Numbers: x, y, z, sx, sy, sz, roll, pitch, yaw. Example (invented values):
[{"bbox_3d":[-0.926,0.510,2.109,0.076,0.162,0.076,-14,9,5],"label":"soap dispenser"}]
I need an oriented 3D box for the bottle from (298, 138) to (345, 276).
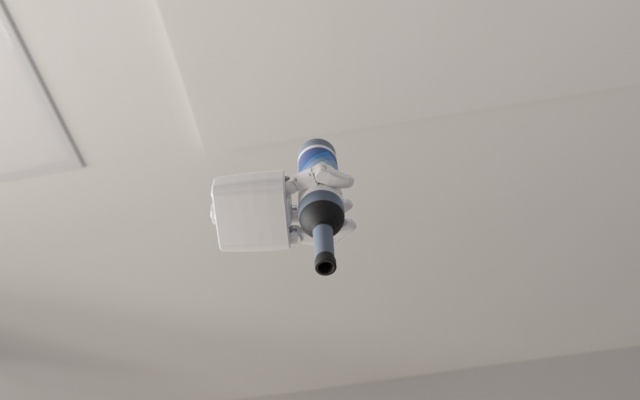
[{"bbox_3d":[0.000,0.002,0.712,0.069,0.069,0.295,0,34,-3],"label":"bottle"}]
